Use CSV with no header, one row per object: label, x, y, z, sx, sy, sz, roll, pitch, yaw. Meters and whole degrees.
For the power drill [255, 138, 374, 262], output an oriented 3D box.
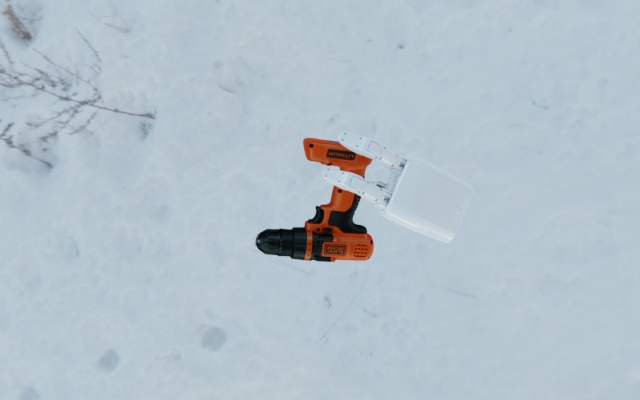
power drill,0.000,0.002,0.725,0.184,0.188,0.057,4,14,-14
